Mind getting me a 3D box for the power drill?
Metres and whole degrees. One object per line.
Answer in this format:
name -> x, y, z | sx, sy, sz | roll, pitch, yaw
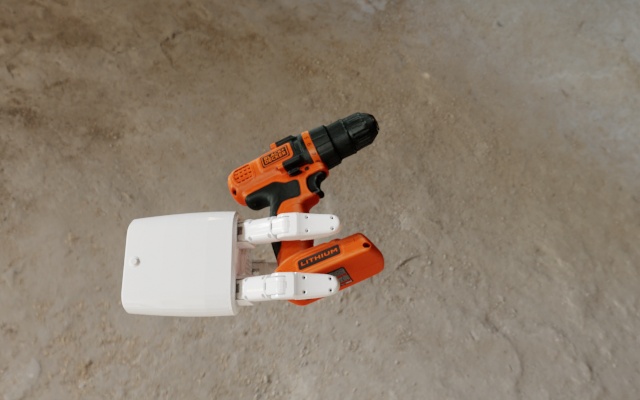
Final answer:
power drill -> 0.000, 0.002, 0.504 | 0.184, 0.187, 0.057 | -27, -40, 8
